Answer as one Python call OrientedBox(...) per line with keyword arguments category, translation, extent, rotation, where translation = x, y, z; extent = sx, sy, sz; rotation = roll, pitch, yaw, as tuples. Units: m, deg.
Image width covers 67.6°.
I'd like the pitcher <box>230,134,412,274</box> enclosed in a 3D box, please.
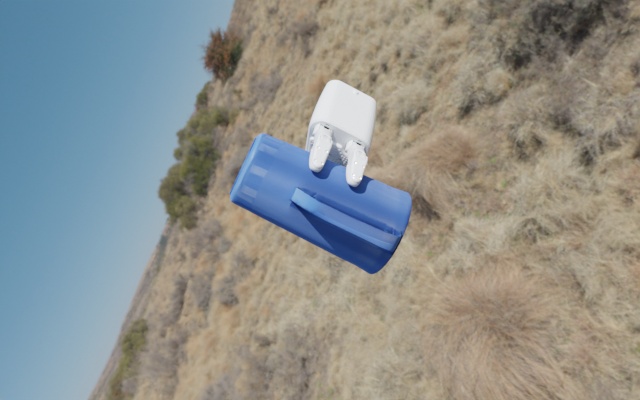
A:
OrientedBox(category="pitcher", translation=(0.000, 0.002, 0.682), extent=(0.243, 0.145, 0.149), rotation=(25, -38, -10))
